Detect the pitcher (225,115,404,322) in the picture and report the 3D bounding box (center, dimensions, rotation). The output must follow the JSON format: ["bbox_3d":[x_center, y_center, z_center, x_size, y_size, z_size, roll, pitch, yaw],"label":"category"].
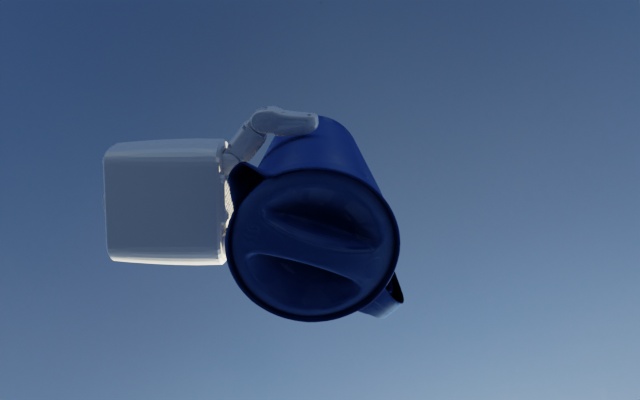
[{"bbox_3d":[0.000,0.001,0.468,0.145,0.149,0.242,-1,23,0],"label":"pitcher"}]
